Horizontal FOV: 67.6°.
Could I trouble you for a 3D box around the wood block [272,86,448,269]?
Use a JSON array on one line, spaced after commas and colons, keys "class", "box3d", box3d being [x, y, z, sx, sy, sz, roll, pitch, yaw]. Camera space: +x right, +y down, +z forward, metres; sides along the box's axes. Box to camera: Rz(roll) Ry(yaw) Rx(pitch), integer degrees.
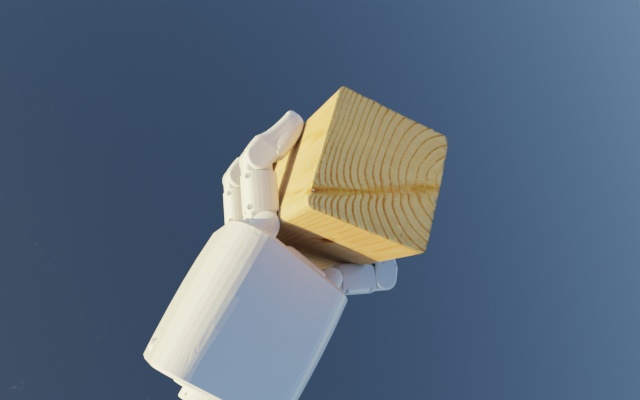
[{"class": "wood block", "box3d": [0.000, 0.002, 0.401, 0.091, 0.090, 0.206, 22, -20, -18]}]
